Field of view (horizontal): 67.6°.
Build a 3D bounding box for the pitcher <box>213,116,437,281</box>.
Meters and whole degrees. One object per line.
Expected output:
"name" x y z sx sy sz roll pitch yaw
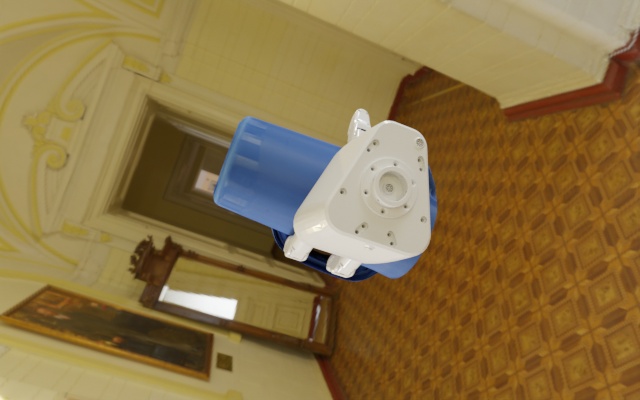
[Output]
"pitcher" 0.000 0.002 0.571 0.243 0.149 0.145 20 -12 -11
